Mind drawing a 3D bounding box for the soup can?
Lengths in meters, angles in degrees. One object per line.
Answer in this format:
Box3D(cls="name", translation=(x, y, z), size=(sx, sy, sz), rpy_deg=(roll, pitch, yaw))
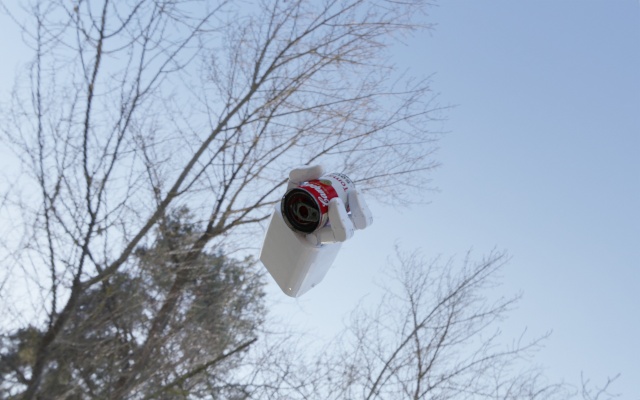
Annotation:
Box3D(cls="soup can", translation=(0.000, 0.002, 0.691), size=(0.068, 0.068, 0.102), rpy_deg=(0, 15, 36))
